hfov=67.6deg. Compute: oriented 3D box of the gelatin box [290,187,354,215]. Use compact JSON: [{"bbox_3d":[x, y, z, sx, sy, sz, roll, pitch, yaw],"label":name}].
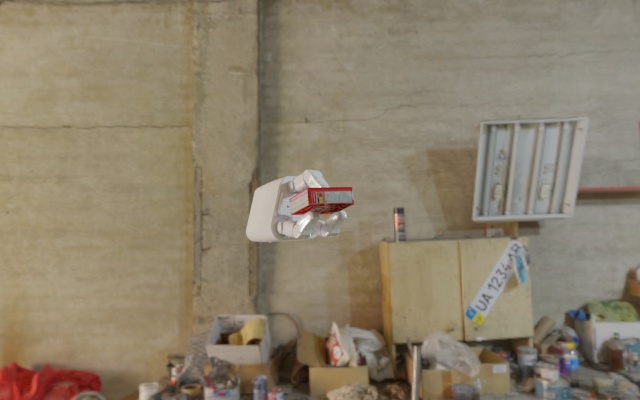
[{"bbox_3d":[0.000,0.002,0.737,0.073,0.030,0.089,-1,-11,-22],"label":"gelatin box"}]
